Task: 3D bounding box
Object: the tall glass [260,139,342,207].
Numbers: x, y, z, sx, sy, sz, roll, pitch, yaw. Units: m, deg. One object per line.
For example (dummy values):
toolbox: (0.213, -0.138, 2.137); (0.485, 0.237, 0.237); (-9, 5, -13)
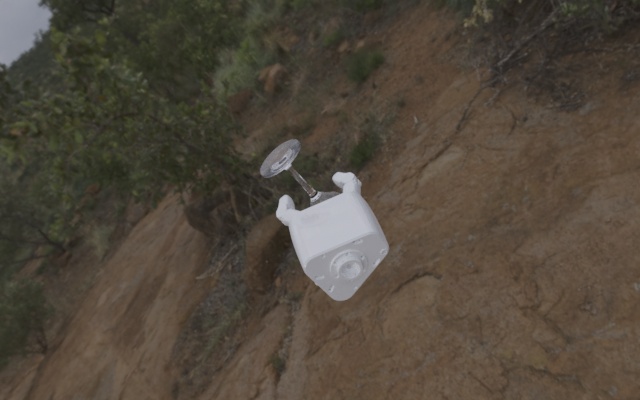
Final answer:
tall glass: (0.000, 0.002, 0.735); (0.079, 0.079, 0.201); (0, -40, 50)
